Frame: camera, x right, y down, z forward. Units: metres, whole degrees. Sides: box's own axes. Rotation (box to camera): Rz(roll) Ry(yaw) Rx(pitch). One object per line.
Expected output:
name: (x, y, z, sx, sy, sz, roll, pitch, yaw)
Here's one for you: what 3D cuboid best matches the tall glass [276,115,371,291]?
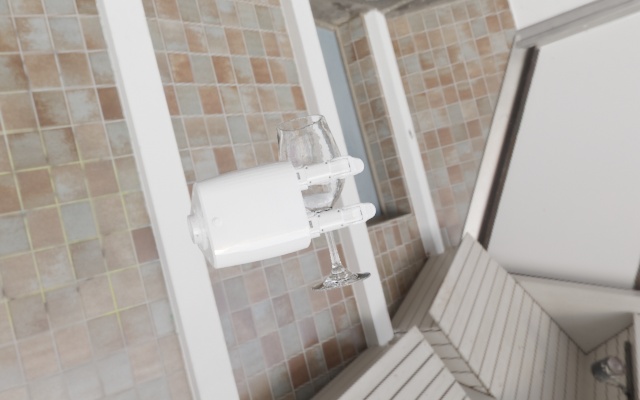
tall glass: (0.000, 0.003, 0.577, 0.079, 0.201, 0.079, -14, -2, 0)
